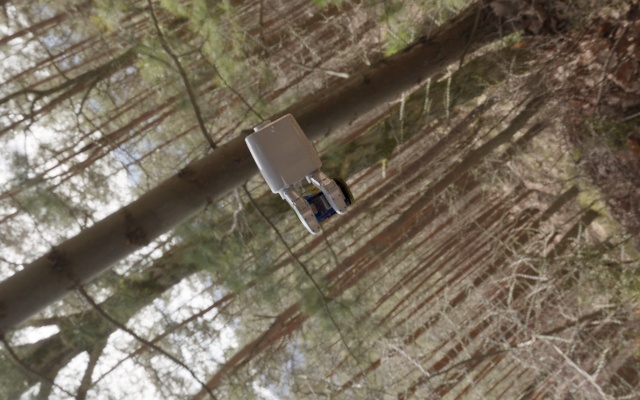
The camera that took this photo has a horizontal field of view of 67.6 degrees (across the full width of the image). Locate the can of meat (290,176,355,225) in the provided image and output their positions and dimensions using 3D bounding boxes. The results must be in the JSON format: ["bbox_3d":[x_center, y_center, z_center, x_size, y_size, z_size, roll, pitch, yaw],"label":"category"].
[{"bbox_3d":[0.000,0.003,0.847,0.084,0.057,0.102,-31,11,-16],"label":"can of meat"}]
